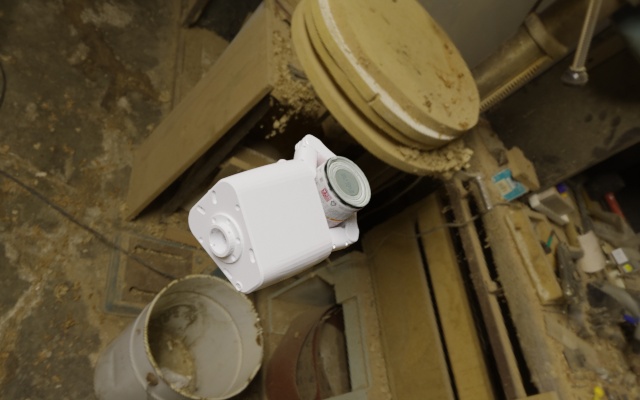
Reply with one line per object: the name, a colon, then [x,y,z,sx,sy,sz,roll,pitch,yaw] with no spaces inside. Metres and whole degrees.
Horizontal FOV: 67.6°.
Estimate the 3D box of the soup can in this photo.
soup can: [0.001,0.002,0.559,0.068,0.068,0.102,0,-28,-45]
